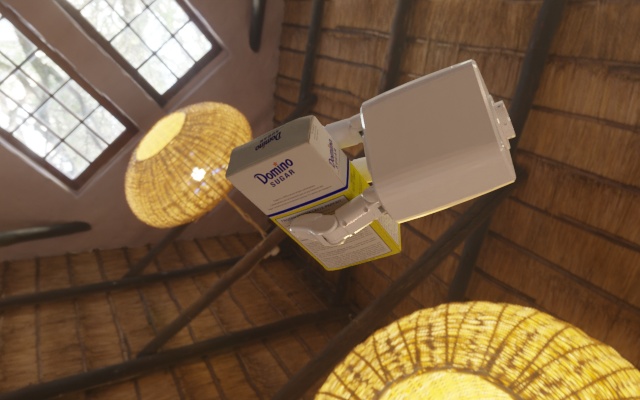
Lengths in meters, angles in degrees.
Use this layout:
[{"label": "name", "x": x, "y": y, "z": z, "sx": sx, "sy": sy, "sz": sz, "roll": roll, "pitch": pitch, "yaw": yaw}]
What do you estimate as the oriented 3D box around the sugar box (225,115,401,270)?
[{"label": "sugar box", "x": 0.000, "y": 0.001, "z": 0.470, "sx": 0.093, "sy": 0.048, "sz": 0.176, "roll": -19, "pitch": -48, "yaw": 26}]
